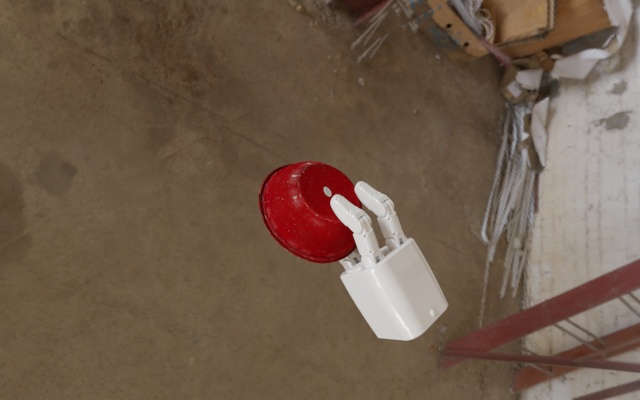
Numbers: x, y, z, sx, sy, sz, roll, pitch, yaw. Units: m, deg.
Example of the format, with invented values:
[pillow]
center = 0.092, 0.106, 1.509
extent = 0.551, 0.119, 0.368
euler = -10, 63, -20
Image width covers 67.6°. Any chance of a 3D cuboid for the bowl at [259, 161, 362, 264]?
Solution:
[bowl]
center = -0.001, 0.001, 0.655
extent = 0.162, 0.162, 0.055
euler = 0, -31, -31
